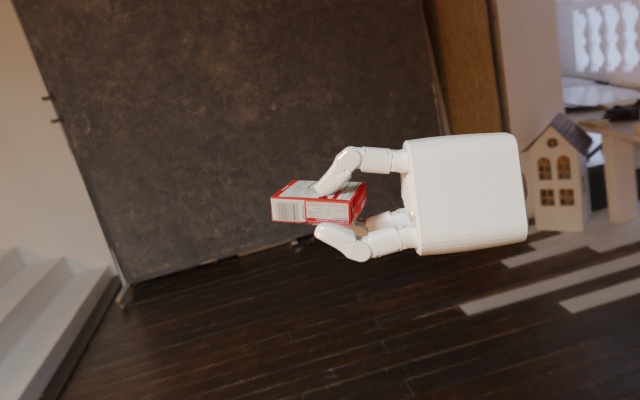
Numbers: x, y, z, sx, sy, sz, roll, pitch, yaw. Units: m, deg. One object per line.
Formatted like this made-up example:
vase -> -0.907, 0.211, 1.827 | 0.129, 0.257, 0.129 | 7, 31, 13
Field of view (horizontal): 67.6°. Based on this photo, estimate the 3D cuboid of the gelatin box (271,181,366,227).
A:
gelatin box -> 0.000, 0.001, 0.518 | 0.089, 0.030, 0.073 | 3, 18, 15
